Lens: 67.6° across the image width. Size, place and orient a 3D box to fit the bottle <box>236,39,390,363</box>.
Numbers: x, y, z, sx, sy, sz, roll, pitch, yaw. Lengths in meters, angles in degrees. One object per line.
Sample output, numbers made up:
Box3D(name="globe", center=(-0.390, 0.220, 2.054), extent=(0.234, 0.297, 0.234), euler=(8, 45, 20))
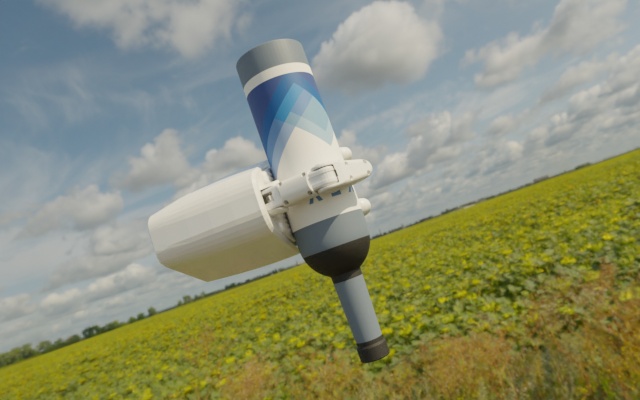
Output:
Box3D(name="bottle", center=(0.000, 0.001, 0.439), extent=(0.069, 0.295, 0.069), euler=(-19, -6, -2))
